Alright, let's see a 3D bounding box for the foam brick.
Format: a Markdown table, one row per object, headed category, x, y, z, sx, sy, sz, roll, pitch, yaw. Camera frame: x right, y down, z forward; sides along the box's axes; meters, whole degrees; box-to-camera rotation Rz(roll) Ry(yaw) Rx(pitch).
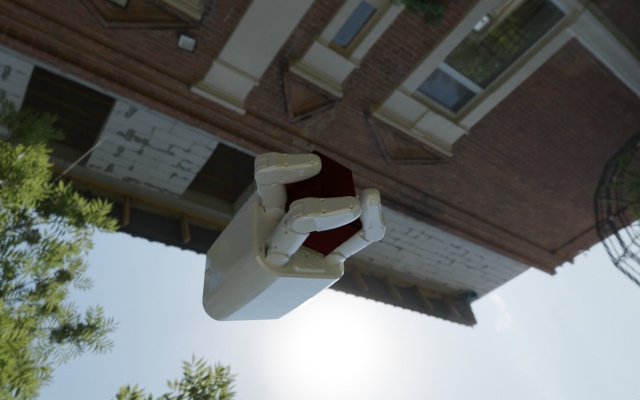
| category | x | y | z | sx | sy | sz | roll | pitch | yaw |
| --- | --- | --- | --- | --- | --- | --- | --- | --- | --- |
| foam brick | 0.000 | 0.001 | 0.460 | 0.053 | 0.078 | 0.051 | 28 | -53 | -32 |
